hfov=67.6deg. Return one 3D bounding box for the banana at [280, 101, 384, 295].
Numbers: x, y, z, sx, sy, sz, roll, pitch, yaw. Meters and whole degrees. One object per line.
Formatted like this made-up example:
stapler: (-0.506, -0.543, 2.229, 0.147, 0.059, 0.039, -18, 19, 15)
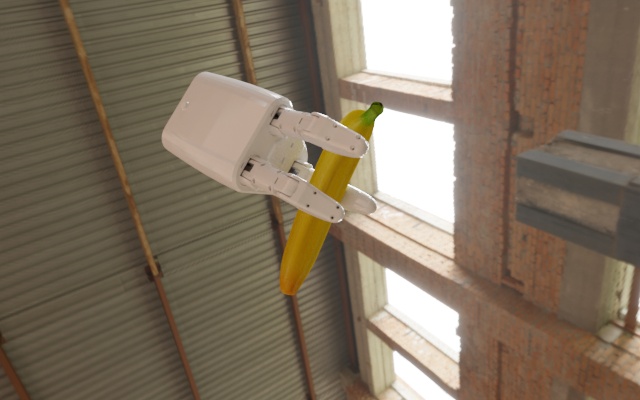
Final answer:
banana: (0.004, -0.006, 0.453, 0.037, 0.198, 0.069, 24, 15, 1)
